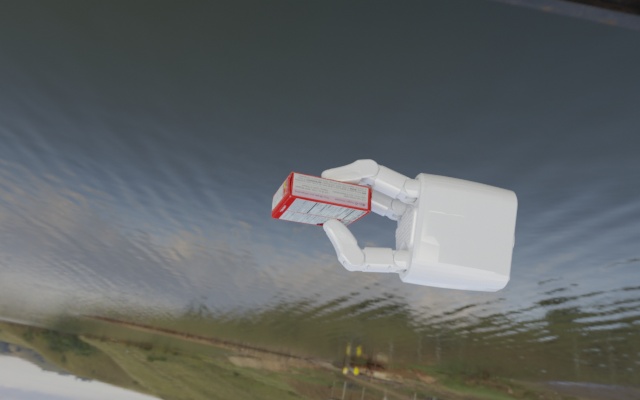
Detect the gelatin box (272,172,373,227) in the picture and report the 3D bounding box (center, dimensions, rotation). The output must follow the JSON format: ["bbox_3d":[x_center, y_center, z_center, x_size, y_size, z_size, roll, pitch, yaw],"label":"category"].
[{"bbox_3d":[0.000,0.002,0.504,0.089,0.030,0.073,10,-21,-17],"label":"gelatin box"}]
